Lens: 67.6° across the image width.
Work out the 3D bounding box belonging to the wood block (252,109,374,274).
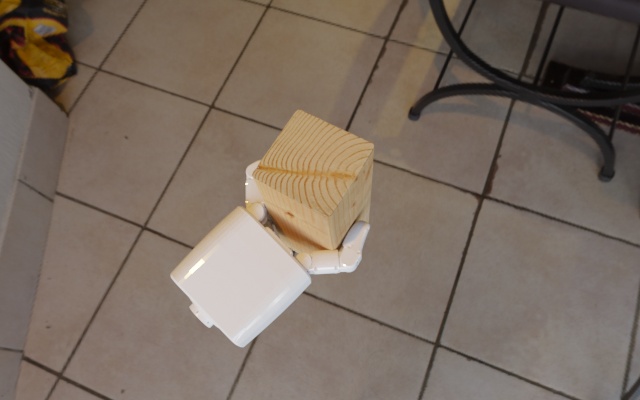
[{"bbox_3d":[0.000,0.002,0.551,0.091,0.090,0.206,28,-18,15],"label":"wood block"}]
